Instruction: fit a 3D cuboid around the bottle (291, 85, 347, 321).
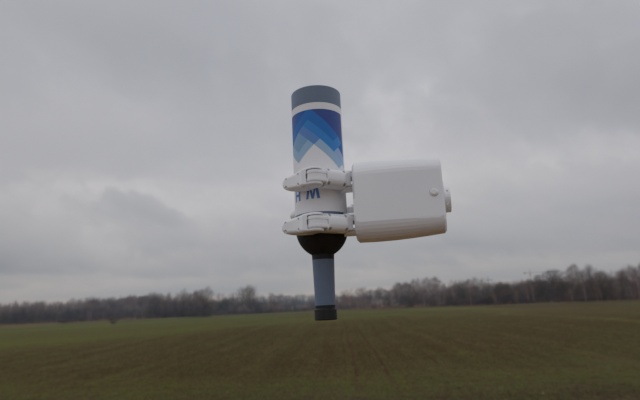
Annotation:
[{"bbox_3d":[0.000,0.002,0.613,0.069,0.295,0.069,-3,-13,-1],"label":"bottle"}]
